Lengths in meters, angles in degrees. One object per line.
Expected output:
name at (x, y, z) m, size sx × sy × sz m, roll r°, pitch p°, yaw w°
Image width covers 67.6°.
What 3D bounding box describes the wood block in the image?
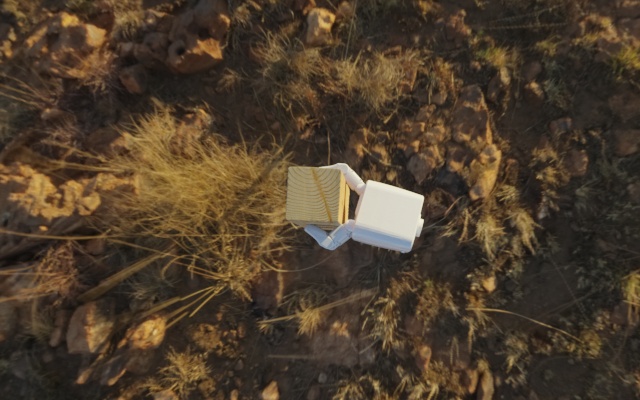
wood block at (0.001, 0.003, 0.877) m, size 0.090 × 0.091 × 0.206 m, roll 3°, pitch -7°, yaw 7°
